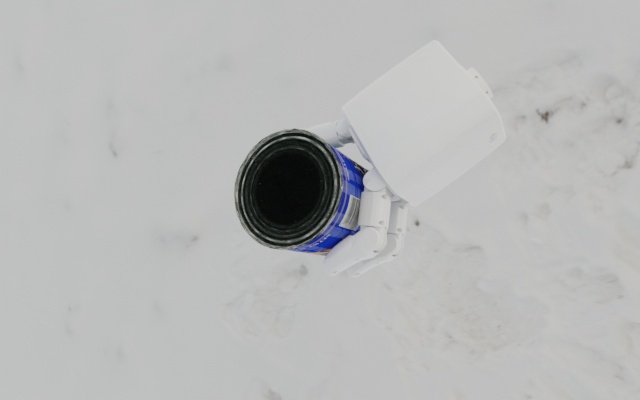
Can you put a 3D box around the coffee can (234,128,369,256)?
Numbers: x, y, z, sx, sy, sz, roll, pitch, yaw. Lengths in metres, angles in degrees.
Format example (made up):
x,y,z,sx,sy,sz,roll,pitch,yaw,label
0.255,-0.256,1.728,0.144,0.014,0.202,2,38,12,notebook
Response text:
x,y,z,sx,sy,sz,roll,pitch,yaw,label
0.000,0.002,0.456,0.103,0.103,0.140,0,-10,25,coffee can
